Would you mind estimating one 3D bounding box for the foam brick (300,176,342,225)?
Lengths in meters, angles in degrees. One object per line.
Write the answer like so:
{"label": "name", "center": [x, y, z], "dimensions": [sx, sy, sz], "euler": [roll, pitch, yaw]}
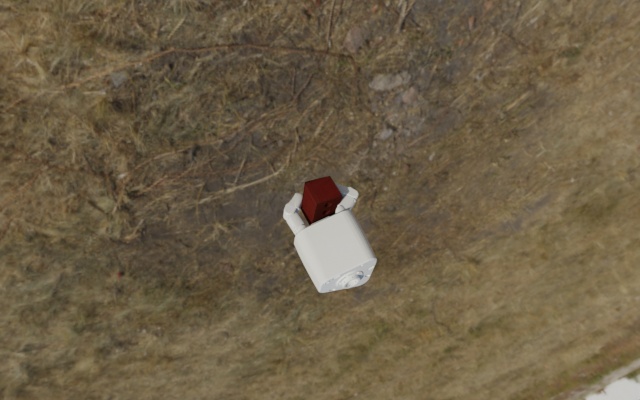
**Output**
{"label": "foam brick", "center": [0.000, 0.003, 0.869], "dimensions": [0.053, 0.051, 0.078], "euler": [-17, -33, -22]}
